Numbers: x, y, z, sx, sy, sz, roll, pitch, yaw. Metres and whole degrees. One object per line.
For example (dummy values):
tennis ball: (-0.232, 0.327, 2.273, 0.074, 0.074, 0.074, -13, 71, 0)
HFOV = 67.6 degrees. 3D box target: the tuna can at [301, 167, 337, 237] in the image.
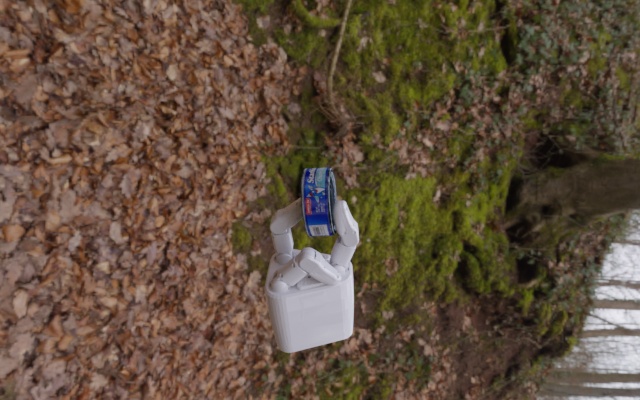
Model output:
tuna can: (0.001, 0.002, 0.592, 0.034, 0.086, 0.086, -3, -1, 8)
